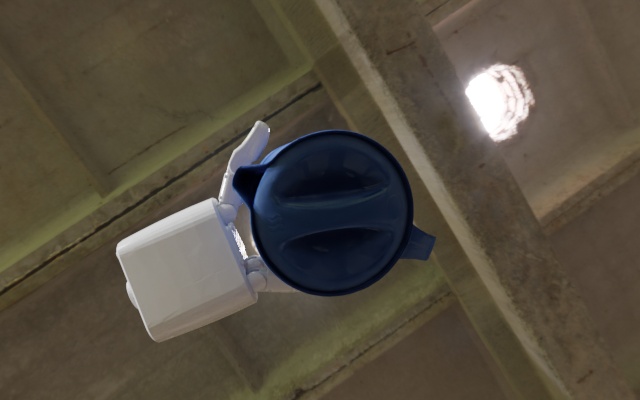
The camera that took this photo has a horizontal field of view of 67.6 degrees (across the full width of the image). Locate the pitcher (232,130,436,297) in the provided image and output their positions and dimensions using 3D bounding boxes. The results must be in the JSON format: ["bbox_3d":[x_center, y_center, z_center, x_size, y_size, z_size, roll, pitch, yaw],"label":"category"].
[{"bbox_3d":[0.000,0.002,0.489,0.145,0.149,0.243,-26,11,-6],"label":"pitcher"}]
